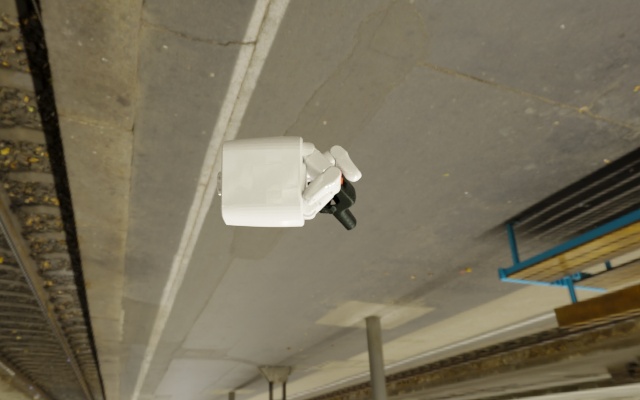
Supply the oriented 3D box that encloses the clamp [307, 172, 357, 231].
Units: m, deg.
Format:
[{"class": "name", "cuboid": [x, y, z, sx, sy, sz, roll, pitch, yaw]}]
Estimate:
[{"class": "clamp", "cuboid": [0.000, 0.003, 0.740, 0.120, 0.039, 0.172, 1, -27, 1]}]
